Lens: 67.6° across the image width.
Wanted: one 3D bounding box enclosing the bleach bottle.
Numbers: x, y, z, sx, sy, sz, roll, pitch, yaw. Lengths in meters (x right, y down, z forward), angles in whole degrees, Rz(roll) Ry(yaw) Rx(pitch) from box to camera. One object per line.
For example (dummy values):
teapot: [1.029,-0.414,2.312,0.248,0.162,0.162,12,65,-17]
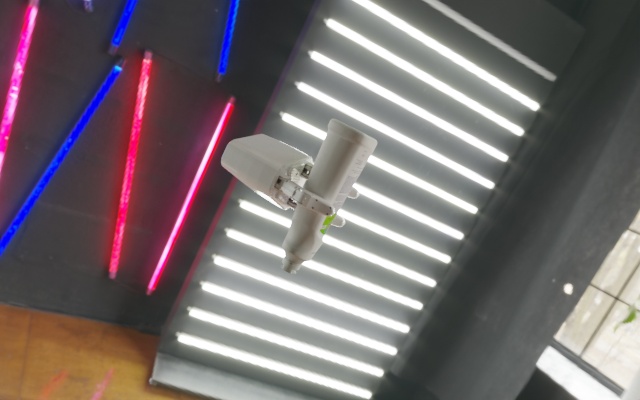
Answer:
bleach bottle: [0.000,0.002,0.751,0.068,0.251,0.102,30,9,19]
